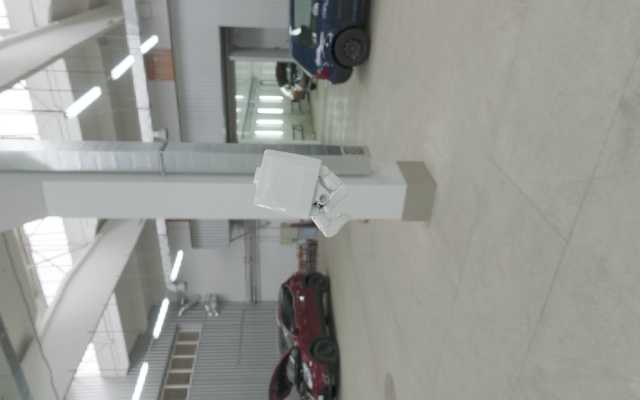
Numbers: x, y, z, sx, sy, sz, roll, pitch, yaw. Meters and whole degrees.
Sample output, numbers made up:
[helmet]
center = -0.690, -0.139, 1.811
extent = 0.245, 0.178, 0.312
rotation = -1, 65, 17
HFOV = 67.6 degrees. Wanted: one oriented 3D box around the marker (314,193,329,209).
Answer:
[marker]
center = 0.000, 0.003, 0.869
extent = 0.020, 0.020, 0.121
rotation = 0, -5, -5
